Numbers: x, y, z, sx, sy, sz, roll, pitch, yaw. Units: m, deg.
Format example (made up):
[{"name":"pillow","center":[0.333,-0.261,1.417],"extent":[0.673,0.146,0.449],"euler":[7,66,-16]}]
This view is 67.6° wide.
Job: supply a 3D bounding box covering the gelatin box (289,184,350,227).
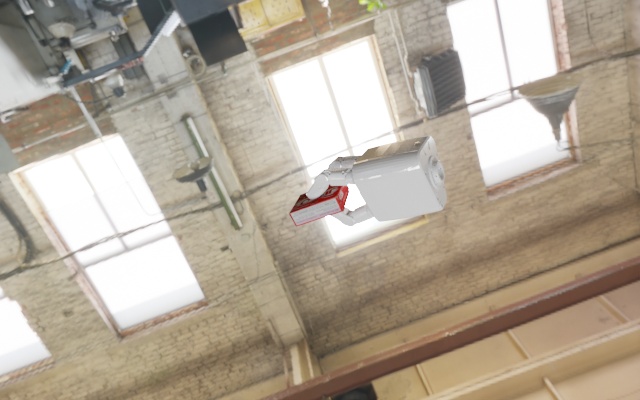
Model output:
[{"name":"gelatin box","center":[0.000,0.003,0.783],"extent":[0.089,0.030,0.073],"euler":[-20,19,21]}]
